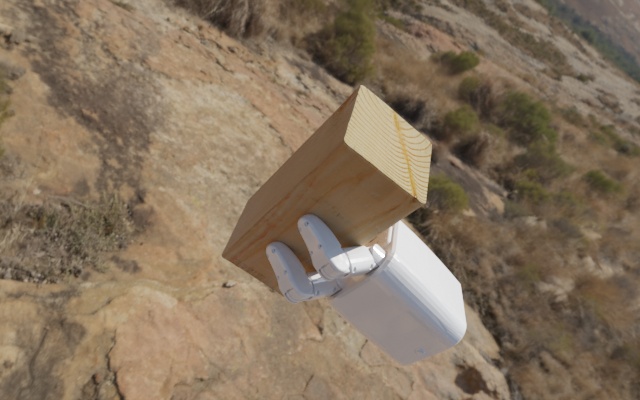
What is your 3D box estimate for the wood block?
[{"bbox_3d":[0.001,0.001,0.468,0.090,0.090,0.206,36,-48,-16],"label":"wood block"}]
